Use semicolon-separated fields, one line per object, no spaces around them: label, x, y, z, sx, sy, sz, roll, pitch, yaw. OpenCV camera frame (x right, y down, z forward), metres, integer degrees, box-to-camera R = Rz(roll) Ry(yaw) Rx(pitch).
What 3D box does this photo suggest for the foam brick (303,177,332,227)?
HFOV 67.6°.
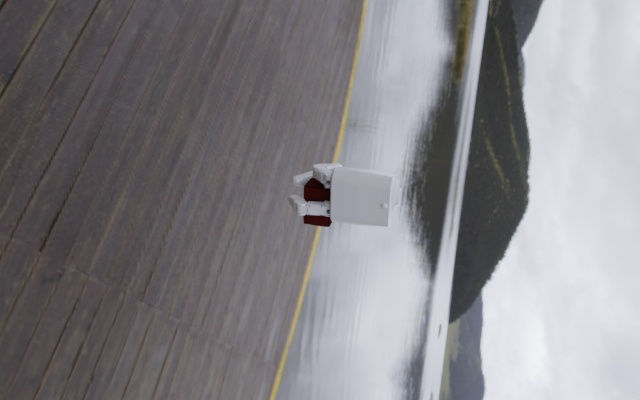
foam brick;0.000;0.003;0.888;0.051;0.078;0.053;8;25;15
